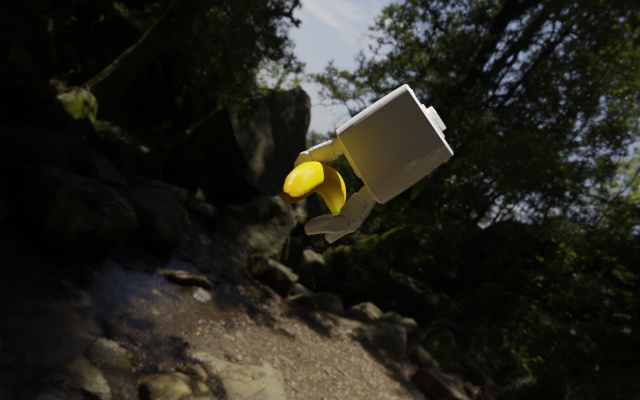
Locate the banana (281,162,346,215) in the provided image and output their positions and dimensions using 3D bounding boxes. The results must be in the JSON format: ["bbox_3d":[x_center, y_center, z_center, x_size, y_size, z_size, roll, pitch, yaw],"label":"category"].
[{"bbox_3d":[-0.001,-0.015,0.609,0.037,0.069,0.198,-11,-14,19],"label":"banana"}]
